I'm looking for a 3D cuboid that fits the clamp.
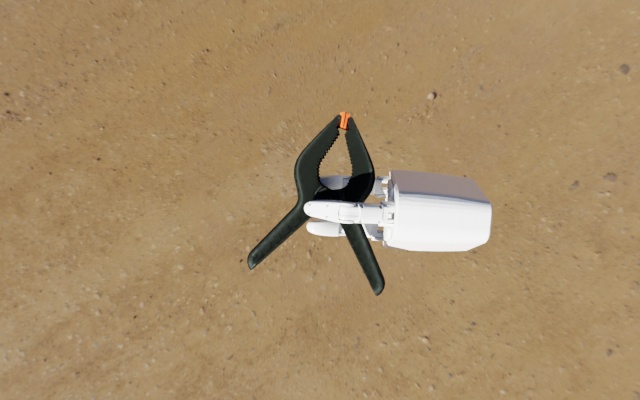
[{"bbox_3d":[0.000,0.001,0.558,0.164,0.210,0.036,4,3,3],"label":"clamp"}]
